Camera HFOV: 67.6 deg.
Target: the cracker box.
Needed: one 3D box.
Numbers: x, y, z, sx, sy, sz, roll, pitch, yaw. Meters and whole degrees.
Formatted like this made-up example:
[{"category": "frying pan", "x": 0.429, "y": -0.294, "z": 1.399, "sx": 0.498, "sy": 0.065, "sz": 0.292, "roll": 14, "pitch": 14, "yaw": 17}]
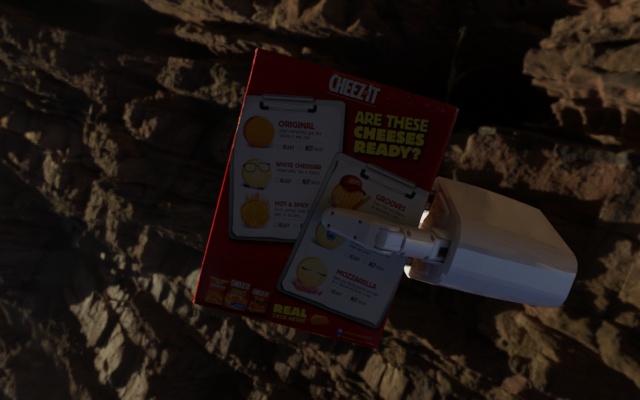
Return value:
[{"category": "cracker box", "x": 0.000, "y": 0.002, "z": 0.411, "sx": 0.164, "sy": 0.214, "sz": 0.072, "roll": 15, "pitch": 10, "yaw": -5}]
